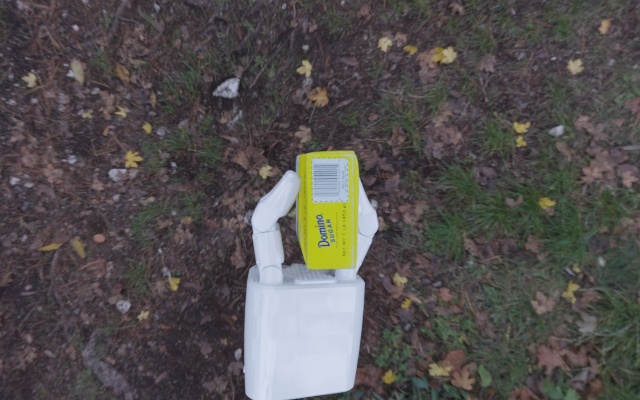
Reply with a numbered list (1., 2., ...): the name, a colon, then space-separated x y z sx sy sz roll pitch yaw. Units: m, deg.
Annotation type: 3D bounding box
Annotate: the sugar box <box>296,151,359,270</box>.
1. sugar box: 0.000 0.002 0.452 0.048 0.093 0.176 0 4 -8
